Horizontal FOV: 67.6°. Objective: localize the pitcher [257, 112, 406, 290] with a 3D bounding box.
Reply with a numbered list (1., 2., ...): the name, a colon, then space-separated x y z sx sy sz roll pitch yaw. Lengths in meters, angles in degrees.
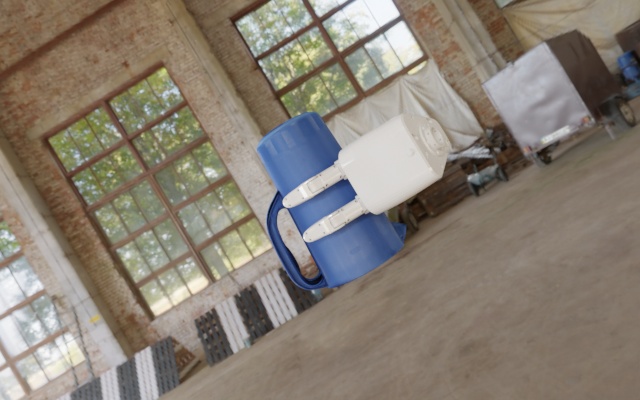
1. pitcher: 0.000 0.002 0.704 0.145 0.243 0.149 -31 0 37
